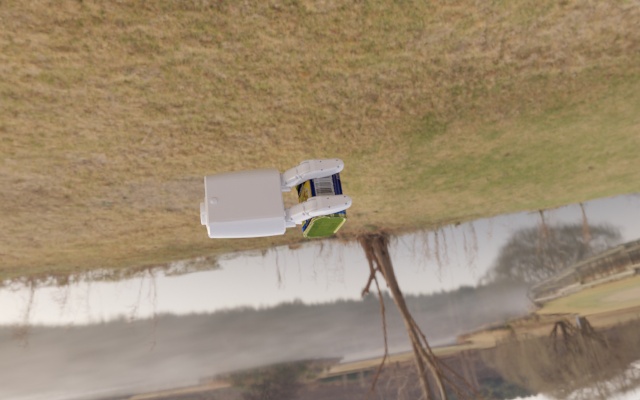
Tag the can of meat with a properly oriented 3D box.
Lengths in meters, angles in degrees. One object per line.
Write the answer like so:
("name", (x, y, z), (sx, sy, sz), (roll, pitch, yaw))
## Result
("can of meat", (0.000, 0.003, 0.711), (0.057, 0.084, 0.102), (-3, -21, -14))
